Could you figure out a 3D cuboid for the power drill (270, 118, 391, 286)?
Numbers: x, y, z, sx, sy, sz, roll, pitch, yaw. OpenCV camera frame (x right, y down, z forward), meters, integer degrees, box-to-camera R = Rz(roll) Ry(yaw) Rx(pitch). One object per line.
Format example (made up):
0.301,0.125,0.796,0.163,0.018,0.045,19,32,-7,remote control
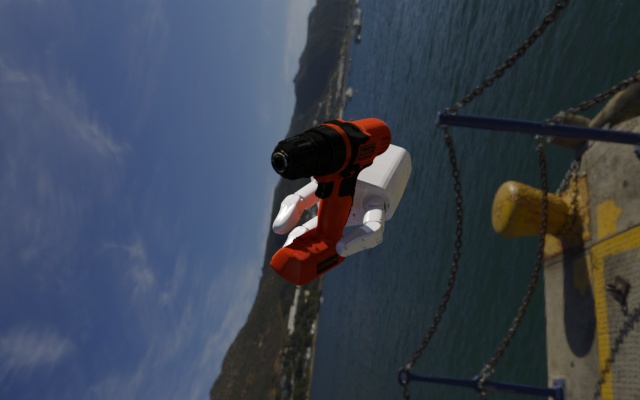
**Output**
0.000,0.002,0.535,0.057,0.188,0.184,34,32,27,power drill
